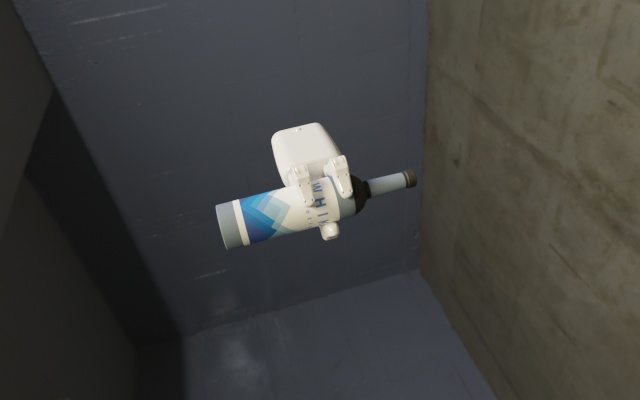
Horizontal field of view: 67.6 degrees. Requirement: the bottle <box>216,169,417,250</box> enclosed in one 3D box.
[{"bbox_3d":[0.000,0.002,0.702,0.295,0.069,0.069,-15,2,-8],"label":"bottle"}]
